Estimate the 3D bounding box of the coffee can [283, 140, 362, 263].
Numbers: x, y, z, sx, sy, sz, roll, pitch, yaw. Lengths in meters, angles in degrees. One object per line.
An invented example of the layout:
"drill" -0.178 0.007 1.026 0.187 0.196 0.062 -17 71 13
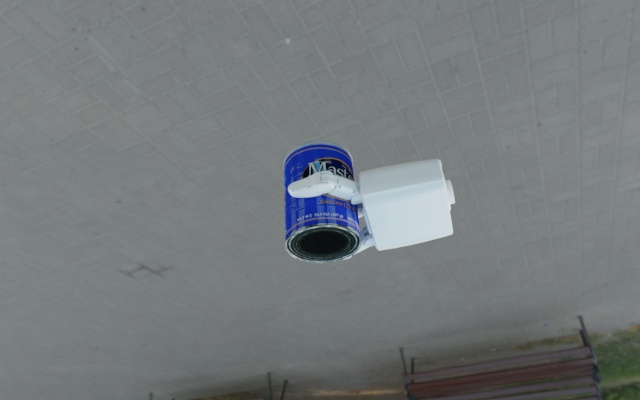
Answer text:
"coffee can" 0.000 0.002 0.668 0.103 0.140 0.103 -2 -34 -2
